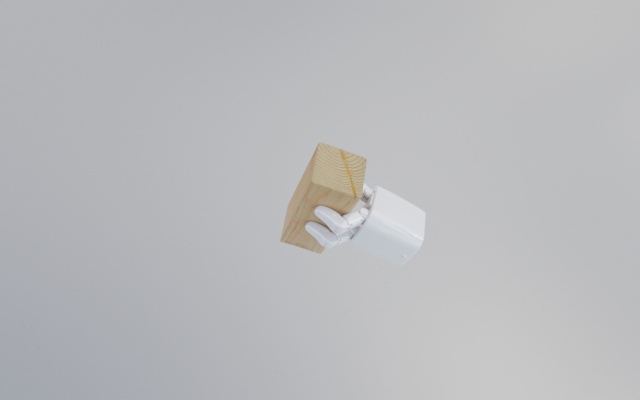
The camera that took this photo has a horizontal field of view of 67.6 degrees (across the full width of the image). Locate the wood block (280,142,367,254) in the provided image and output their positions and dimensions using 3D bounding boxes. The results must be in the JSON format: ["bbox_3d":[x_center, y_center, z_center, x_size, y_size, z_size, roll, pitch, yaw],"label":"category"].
[{"bbox_3d":[0.001,0.003,0.867,0.090,0.090,0.206,18,-37,-10],"label":"wood block"}]
